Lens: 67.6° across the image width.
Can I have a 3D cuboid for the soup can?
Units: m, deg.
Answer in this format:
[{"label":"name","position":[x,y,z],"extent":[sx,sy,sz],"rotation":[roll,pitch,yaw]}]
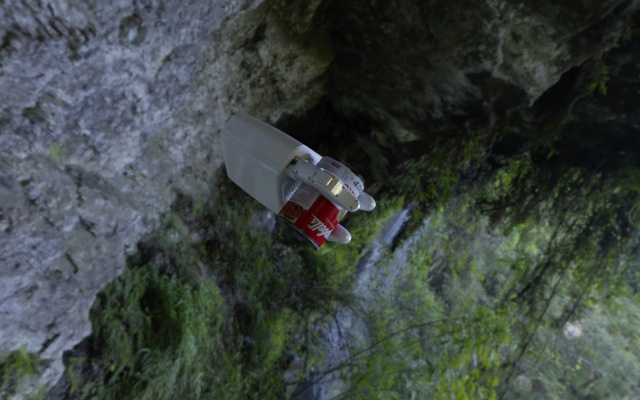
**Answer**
[{"label":"soup can","position":[0.001,0.002,0.595],"extent":[0.068,0.102,0.068],"rotation":[35,-13,9]}]
